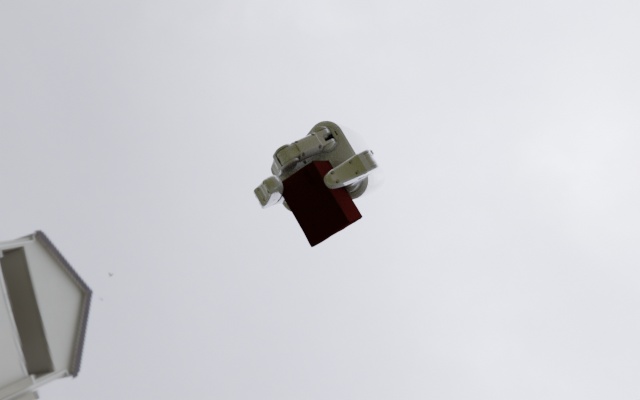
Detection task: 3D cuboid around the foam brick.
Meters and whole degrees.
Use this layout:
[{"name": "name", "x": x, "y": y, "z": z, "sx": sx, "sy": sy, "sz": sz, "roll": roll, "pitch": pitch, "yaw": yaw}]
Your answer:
[{"name": "foam brick", "x": 0.000, "y": 0.002, "z": 0.518, "sx": 0.053, "sy": 0.078, "sz": 0.051, "roll": -32, "pitch": -8, "yaw": 20}]
